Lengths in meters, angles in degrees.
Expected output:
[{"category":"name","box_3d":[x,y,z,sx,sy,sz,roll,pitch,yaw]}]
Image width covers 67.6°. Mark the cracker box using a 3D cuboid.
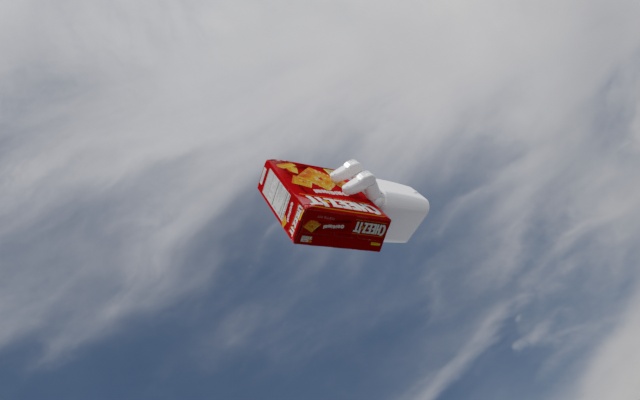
[{"category":"cracker box","box_3d":[0.000,0.003,0.841,0.164,0.072,0.213,8,22,-27]}]
